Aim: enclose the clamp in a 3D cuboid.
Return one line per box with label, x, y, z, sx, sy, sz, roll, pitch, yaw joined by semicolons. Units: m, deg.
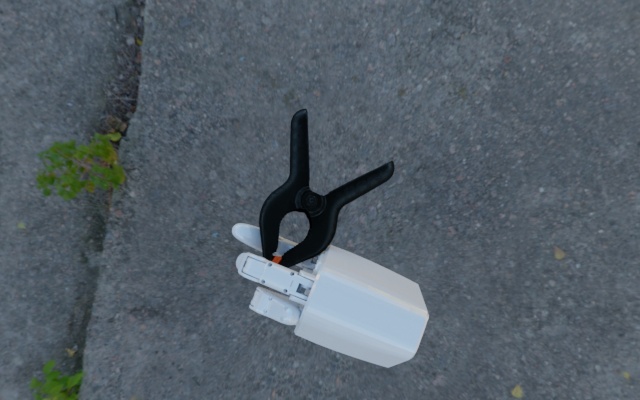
clamp;0.000;0.002;0.490;0.120;0.171;0.039;21;-8;2
